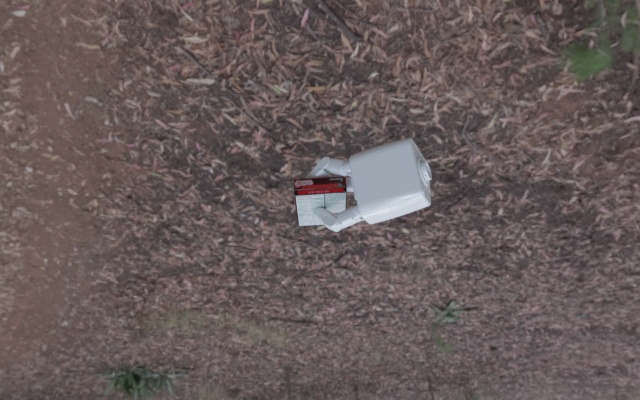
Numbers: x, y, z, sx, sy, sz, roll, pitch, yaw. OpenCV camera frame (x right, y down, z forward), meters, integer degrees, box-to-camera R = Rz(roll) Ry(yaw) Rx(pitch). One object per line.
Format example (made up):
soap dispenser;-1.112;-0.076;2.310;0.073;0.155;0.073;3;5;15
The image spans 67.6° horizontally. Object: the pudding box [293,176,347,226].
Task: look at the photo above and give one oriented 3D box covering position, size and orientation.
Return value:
pudding box;0.000;0.003;0.839;0.090;0.039;0.114;-3;-33;0
